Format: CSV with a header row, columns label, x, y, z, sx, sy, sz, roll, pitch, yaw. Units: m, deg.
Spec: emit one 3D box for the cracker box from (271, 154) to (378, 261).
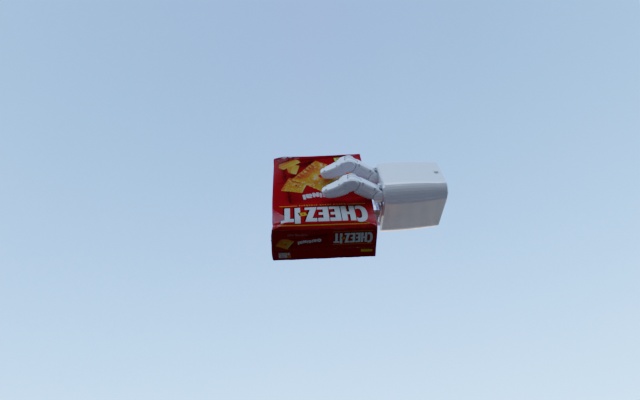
label,x,y,z,sx,sy,sz,roll,pitch,yaw
cracker box,0.000,0.003,0.810,0.164,0.072,0.213,-3,36,-3
